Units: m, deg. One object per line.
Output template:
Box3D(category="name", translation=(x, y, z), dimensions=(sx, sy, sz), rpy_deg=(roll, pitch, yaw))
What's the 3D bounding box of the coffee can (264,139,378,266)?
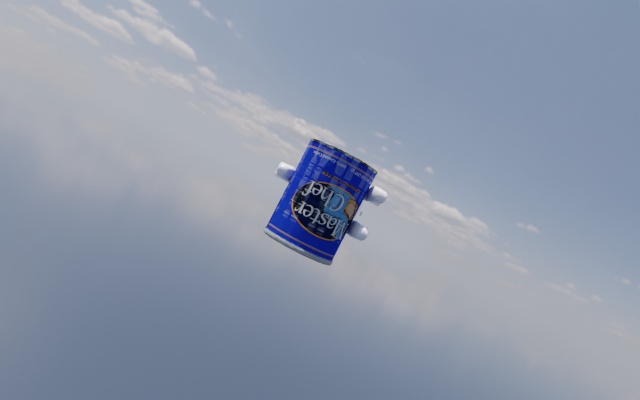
Box3D(category="coffee can", translation=(0.000, 0.002, 0.645), dimensions=(0.103, 0.140, 0.103), rpy_deg=(27, -1, 0))
